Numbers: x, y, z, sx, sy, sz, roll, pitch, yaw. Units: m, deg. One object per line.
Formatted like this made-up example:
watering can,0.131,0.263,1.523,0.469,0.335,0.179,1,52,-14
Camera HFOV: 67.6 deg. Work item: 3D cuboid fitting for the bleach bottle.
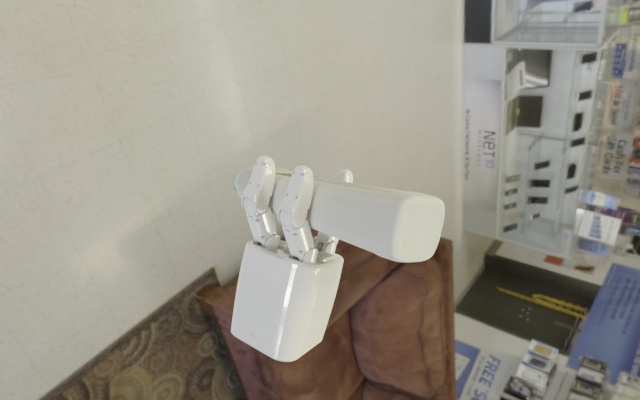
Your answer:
bleach bottle,0.000,0.002,0.529,0.251,0.068,0.102,15,6,38
